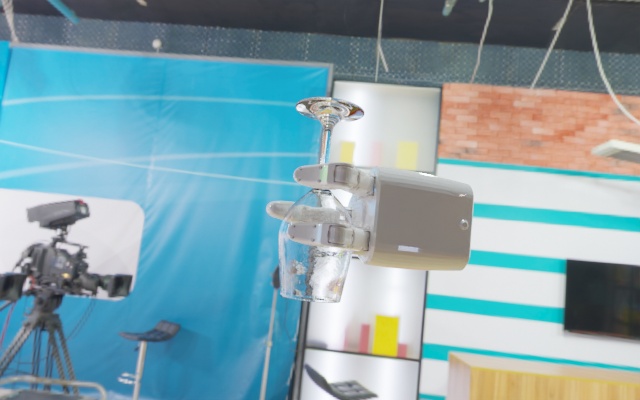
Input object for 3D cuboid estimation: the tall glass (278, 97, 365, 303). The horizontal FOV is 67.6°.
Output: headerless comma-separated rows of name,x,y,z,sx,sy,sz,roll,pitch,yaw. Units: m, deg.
tall glass,0.000,0.001,0.495,0.079,0.201,0.079,6,-7,1
